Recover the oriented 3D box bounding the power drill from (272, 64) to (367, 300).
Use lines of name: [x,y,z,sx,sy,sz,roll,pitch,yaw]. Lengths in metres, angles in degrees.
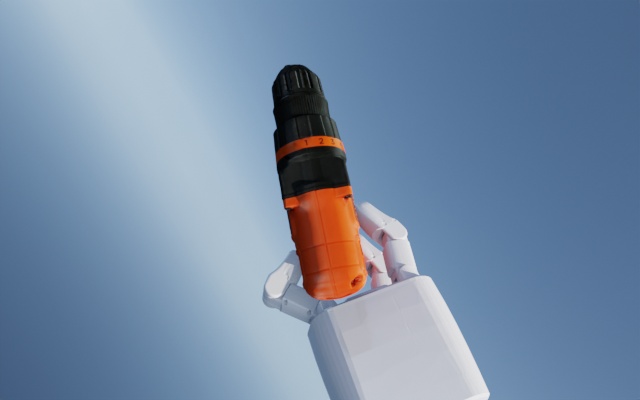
power drill: [0.000,0.002,0.417,0.057,0.184,0.188,-11,-19,3]
